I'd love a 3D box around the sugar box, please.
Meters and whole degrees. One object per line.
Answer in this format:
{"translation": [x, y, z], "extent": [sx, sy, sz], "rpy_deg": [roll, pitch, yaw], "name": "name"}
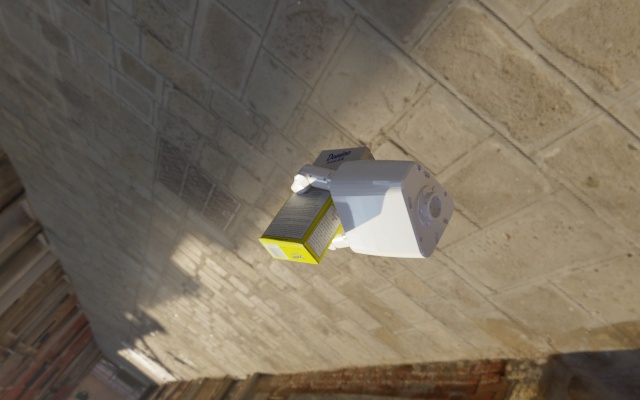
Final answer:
{"translation": [0.000, 0.003, 0.652], "extent": [0.093, 0.048, 0.176], "rpy_deg": [2, 46, 46], "name": "sugar box"}
